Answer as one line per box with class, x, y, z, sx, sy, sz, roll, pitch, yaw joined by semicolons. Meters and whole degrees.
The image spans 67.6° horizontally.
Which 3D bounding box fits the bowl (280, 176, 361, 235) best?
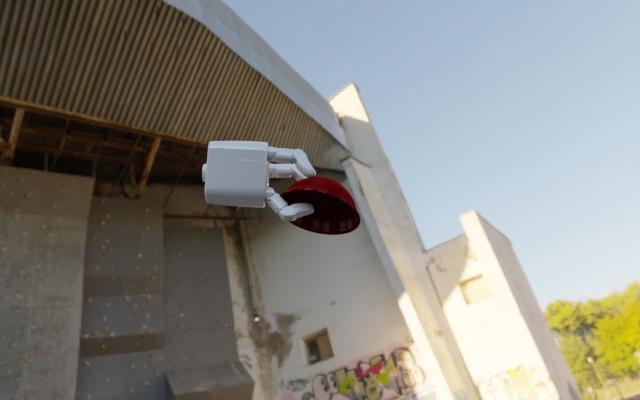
bowl;0.001;0.003;0.894;0.162;0.055;0.162;11;-30;7
